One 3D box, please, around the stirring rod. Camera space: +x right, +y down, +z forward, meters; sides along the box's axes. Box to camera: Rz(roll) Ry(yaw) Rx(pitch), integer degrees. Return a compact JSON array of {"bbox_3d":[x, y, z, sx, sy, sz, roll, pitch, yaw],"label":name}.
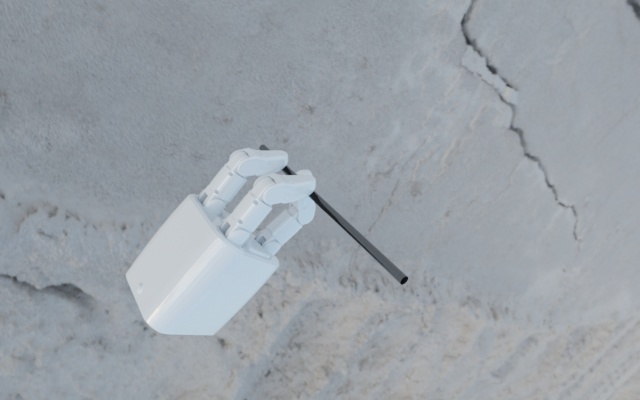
[{"bbox_3d":[0.000,0.001,0.449,0.011,0.011,0.239,0,30,-38],"label":"stirring rod"}]
